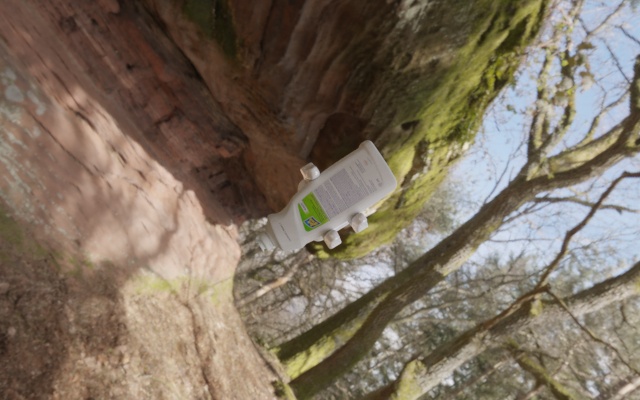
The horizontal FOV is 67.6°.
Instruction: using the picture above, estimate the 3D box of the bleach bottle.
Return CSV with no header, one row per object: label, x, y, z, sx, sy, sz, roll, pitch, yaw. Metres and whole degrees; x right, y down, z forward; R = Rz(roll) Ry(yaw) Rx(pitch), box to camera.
bleach bottle,0.000,0.003,0.811,0.251,0.102,0.068,-31,-9,-8
